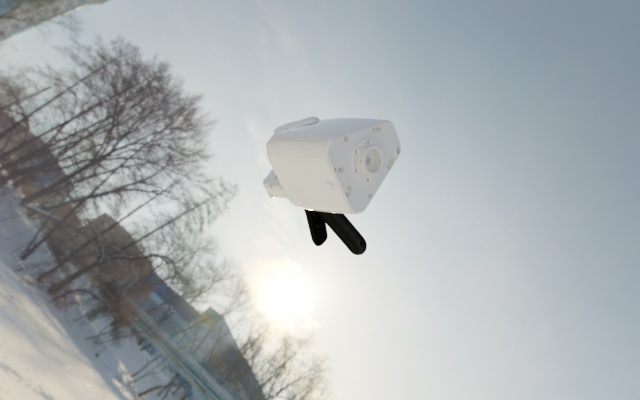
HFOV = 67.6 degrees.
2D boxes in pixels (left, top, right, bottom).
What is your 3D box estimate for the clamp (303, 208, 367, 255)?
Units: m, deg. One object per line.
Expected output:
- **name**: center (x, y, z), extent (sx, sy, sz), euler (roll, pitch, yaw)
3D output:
- **clamp**: center (0.000, 0.002, 0.639), extent (0.039, 0.171, 0.120), euler (-40, 29, -29)
